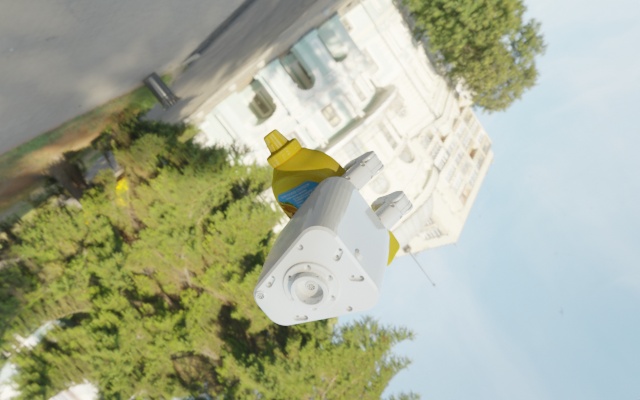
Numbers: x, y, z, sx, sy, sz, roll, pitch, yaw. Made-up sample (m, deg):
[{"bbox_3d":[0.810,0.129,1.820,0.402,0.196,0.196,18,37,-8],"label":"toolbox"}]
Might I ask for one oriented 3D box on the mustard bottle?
[{"bbox_3d":[0.000,0.002,0.540,0.096,0.192,0.058,-23,19,46],"label":"mustard bottle"}]
